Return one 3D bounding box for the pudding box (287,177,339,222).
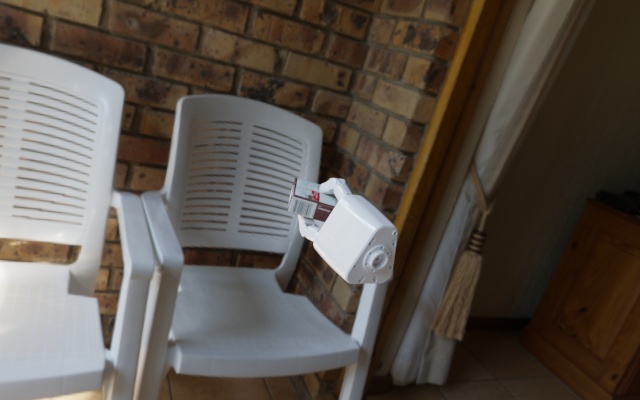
[{"bbox_3d":[0.000,0.003,0.871,0.113,0.039,0.090,18,22,-7],"label":"pudding box"}]
